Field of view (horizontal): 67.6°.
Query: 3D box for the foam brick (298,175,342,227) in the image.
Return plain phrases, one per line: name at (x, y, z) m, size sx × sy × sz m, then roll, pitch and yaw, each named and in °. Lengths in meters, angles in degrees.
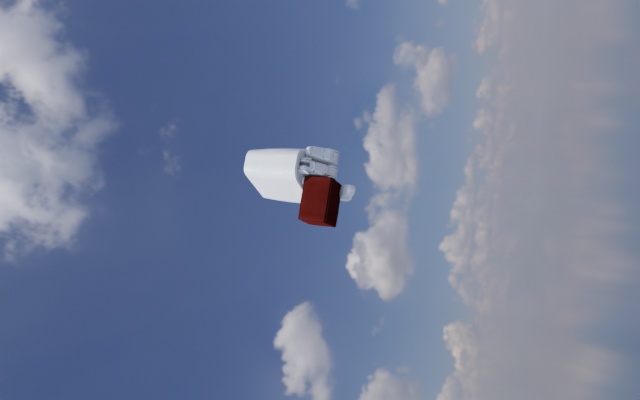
foam brick at (0.000, 0.003, 0.811) m, size 0.051 × 0.078 × 0.053 m, roll 4°, pitch -12°, yaw 23°
